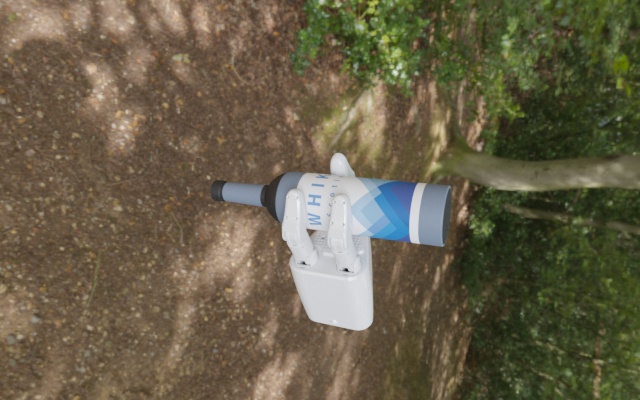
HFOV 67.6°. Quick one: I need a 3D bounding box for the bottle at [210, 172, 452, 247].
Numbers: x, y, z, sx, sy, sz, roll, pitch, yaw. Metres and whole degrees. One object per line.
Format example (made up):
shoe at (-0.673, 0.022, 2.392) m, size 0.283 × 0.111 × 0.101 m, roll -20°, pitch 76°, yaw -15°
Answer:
bottle at (0.000, 0.002, 0.568) m, size 0.295 × 0.069 × 0.069 m, roll 6°, pitch 2°, yaw 22°
